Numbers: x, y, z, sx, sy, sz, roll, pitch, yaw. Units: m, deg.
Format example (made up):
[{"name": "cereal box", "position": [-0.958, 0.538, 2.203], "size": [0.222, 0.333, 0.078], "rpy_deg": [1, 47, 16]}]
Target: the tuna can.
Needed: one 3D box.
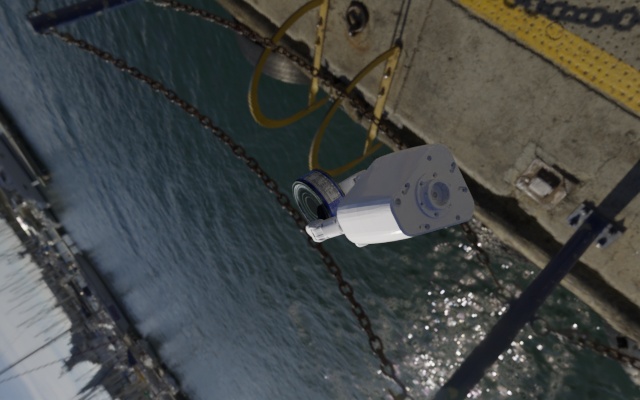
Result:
[{"name": "tuna can", "position": [0.000, 0.002, 0.643], "size": [0.033, 0.086, 0.086], "rpy_deg": [-34, 15, -24]}]
